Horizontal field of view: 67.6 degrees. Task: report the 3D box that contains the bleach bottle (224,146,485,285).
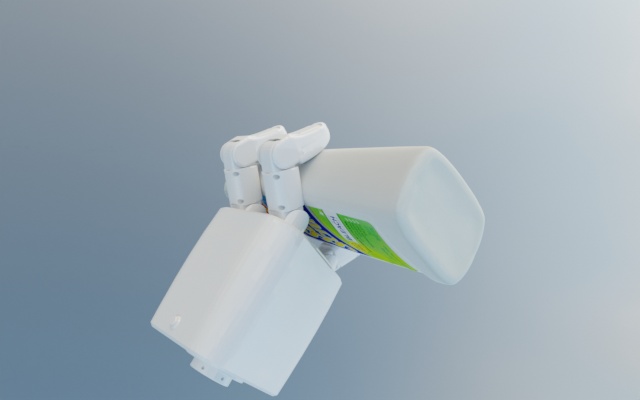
[{"bbox_3d":[0.000,0.001,0.405,0.251,0.068,0.103,7,-31,49],"label":"bleach bottle"}]
